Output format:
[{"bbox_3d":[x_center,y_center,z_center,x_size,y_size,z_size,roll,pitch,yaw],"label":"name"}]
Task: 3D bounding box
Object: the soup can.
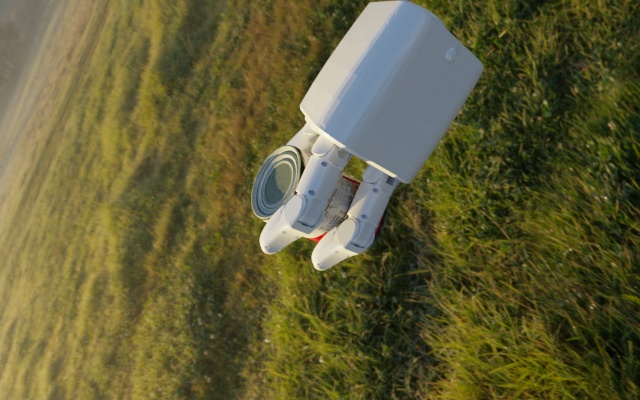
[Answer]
[{"bbox_3d":[0.000,0.002,0.416,0.102,0.068,0.068,24,-15,-37],"label":"soup can"}]
